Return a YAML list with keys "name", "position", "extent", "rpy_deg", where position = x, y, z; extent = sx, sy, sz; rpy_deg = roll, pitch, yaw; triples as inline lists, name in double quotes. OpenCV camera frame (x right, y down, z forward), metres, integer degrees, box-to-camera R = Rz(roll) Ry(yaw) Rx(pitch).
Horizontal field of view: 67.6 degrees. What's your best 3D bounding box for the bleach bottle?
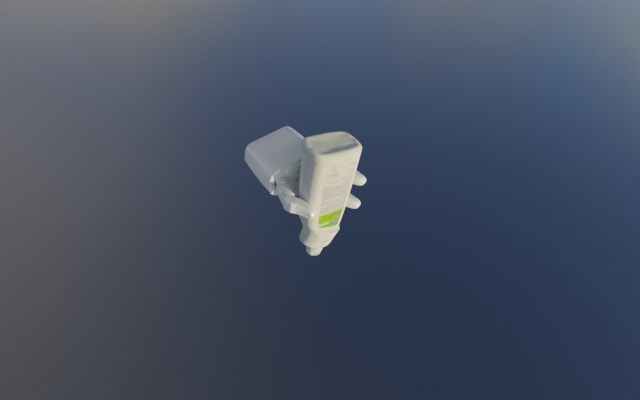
- name: "bleach bottle"
  position: [0.000, 0.003, 0.849]
  extent: [0.102, 0.251, 0.068]
  rpy_deg: [-16, 46, -31]
